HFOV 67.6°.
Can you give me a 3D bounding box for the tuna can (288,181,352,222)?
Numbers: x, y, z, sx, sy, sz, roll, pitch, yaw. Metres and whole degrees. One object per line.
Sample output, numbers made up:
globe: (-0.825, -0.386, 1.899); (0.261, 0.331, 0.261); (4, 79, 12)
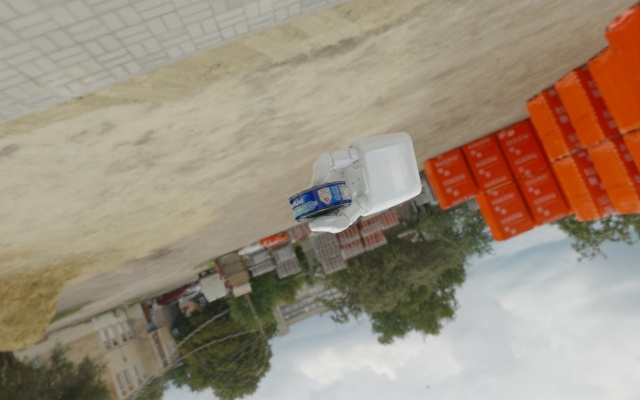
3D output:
tuna can: (0.000, 0.003, 0.675); (0.086, 0.033, 0.086); (-18, -8, -2)
